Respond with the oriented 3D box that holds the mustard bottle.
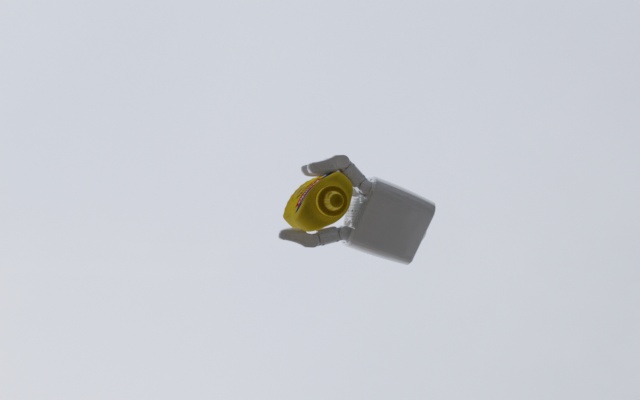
[{"bbox_3d":[0.000,0.002,0.687,0.096,0.058,0.191,-45,9,-9],"label":"mustard bottle"}]
